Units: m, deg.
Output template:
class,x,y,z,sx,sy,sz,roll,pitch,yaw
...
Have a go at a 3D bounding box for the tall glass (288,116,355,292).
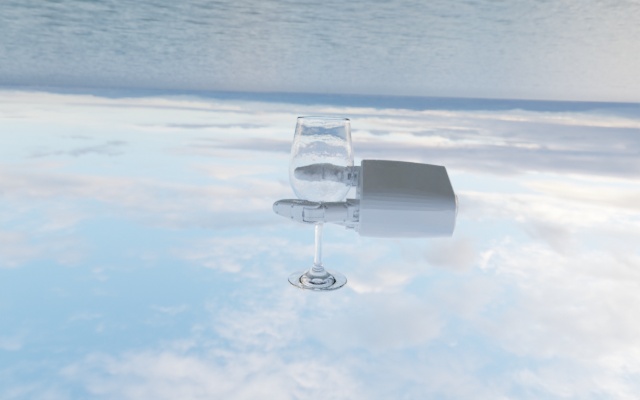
class,x,y,z,sx,sy,sz,roll,pitch,yaw
tall glass,0.000,0.003,0.572,0.079,0.201,0.079,2,12,0
